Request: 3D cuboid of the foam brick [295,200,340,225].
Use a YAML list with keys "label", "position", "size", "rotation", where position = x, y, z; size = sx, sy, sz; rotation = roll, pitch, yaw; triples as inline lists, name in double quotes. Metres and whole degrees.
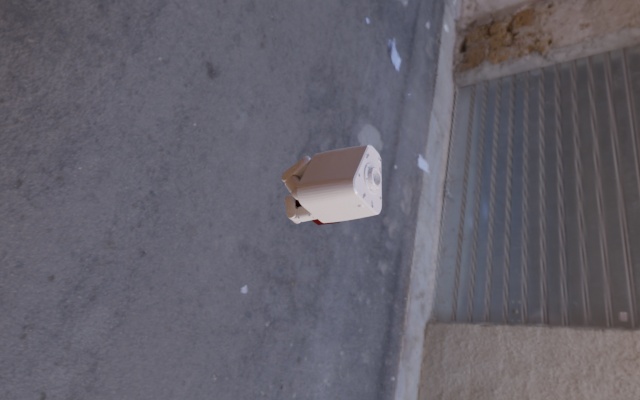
- label: "foam brick"
  position: [0.000, 0.003, 0.856]
  size: [0.051, 0.053, 0.078]
  rotation: [-9, -34, 33]
